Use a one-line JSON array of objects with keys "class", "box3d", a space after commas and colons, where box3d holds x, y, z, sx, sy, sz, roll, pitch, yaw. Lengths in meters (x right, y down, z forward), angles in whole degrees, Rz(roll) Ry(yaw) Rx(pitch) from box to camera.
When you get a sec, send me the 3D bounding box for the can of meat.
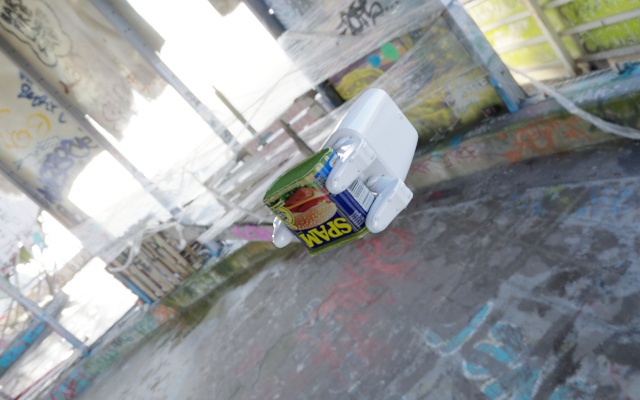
[{"class": "can of meat", "box3d": [0.000, 0.001, 0.496, 0.102, 0.084, 0.057, -26, 23, 44]}]
